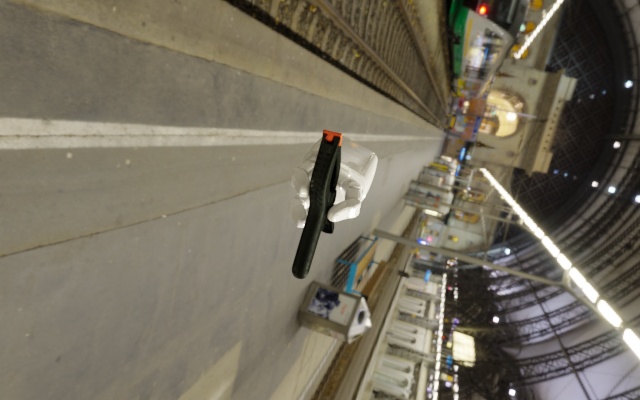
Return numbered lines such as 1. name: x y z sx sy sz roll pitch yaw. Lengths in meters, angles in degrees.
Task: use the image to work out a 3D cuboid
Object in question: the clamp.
1. clamp: 0.001 0.002 0.705 0.036 0.210 0.164 14 32 11
